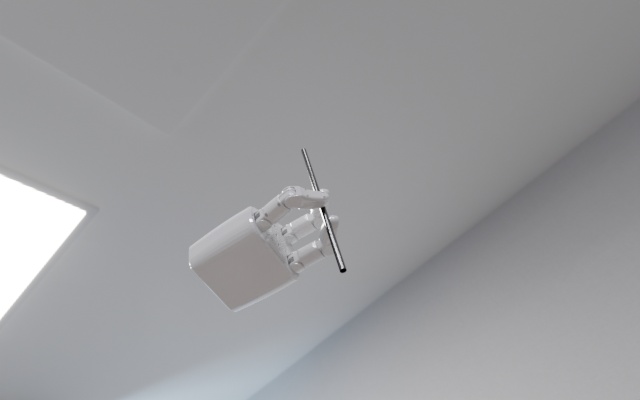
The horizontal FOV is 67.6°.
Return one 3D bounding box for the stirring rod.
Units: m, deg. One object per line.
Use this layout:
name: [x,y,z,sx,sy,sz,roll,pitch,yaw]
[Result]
stirring rod: [0.000,0.002,0.624,0.011,0.011,0.239,0,40,-16]
